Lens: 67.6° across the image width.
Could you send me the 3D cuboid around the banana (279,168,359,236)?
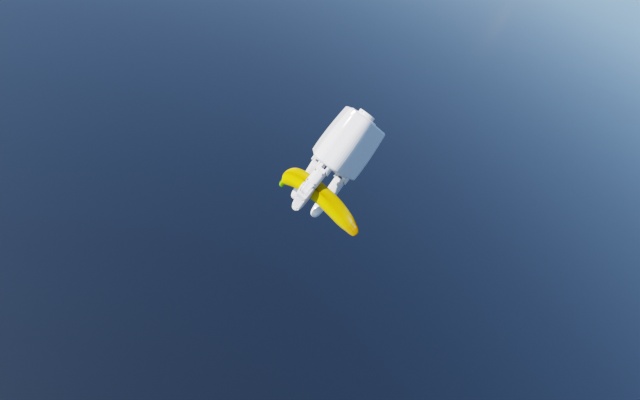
[{"bbox_3d":[-0.005,-0.009,0.870,0.197,0.037,0.070,36,-20,29],"label":"banana"}]
